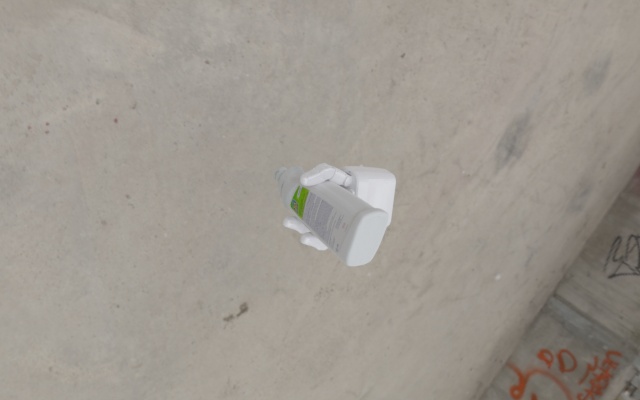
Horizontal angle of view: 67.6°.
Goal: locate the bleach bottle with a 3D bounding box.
[{"bbox_3d":[0.000,0.003,0.807,0.068,0.103,0.250,-3,30,-40],"label":"bleach bottle"}]
